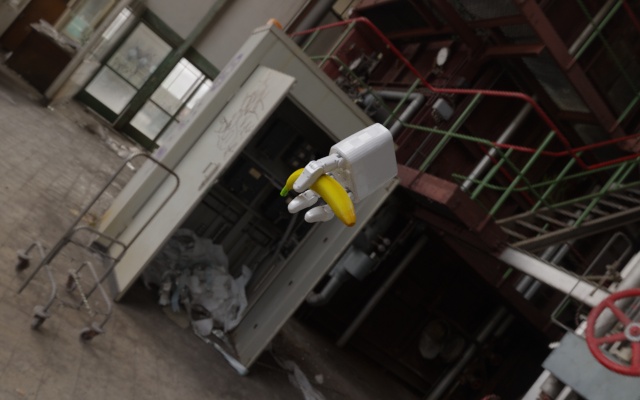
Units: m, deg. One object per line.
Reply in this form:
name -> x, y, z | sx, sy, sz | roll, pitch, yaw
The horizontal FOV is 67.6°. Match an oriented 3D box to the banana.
banana -> 0.000, -0.016, 0.833 | 0.037, 0.070, 0.197 | -8, 21, -38
